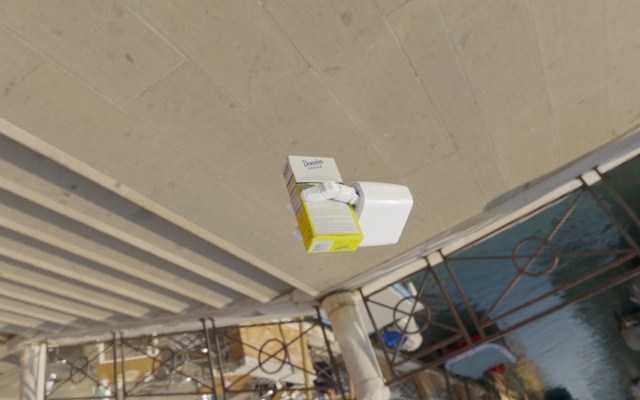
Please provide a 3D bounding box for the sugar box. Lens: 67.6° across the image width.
[{"bbox_3d":[0.000,0.003,0.808,0.093,0.176,0.048,1,-41,-26],"label":"sugar box"}]
